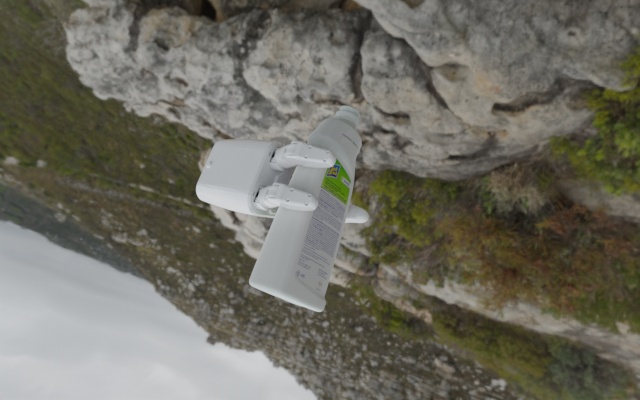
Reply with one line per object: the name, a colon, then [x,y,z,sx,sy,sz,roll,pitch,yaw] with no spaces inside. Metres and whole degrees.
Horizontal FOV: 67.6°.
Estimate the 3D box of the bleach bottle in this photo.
bleach bottle: [0.000,0.002,0.592,0.068,0.250,0.103,9,-18,37]
